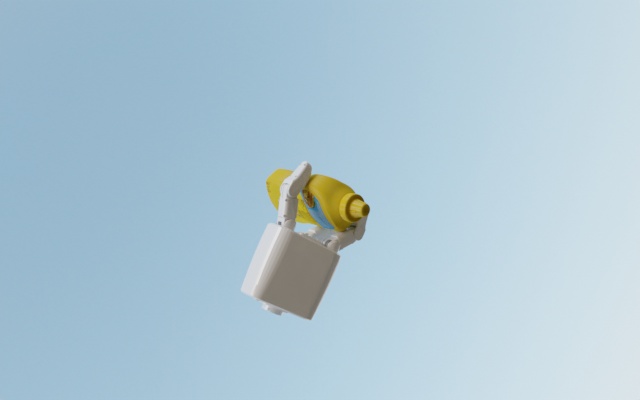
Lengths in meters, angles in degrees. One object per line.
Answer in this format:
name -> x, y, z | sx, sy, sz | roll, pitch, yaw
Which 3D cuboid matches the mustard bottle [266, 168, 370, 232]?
mustard bottle -> 0.000, 0.002, 0.722 | 0.191, 0.096, 0.058 | 11, 48, 49
